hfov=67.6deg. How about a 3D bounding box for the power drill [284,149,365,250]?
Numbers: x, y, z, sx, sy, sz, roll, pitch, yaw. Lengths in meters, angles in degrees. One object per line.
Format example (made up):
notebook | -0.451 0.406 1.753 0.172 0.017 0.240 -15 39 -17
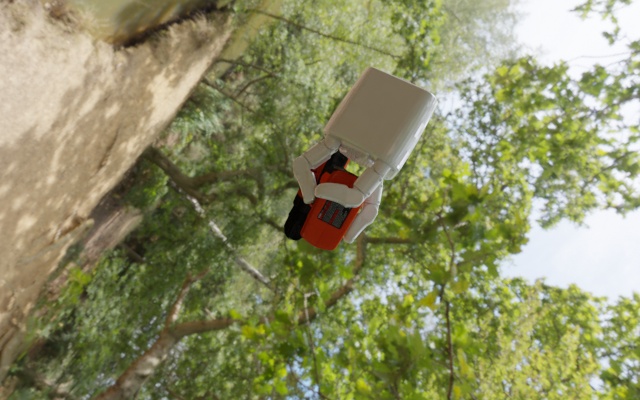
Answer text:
power drill | 0.000 0.002 0.697 0.057 0.184 0.187 24 12 -14
